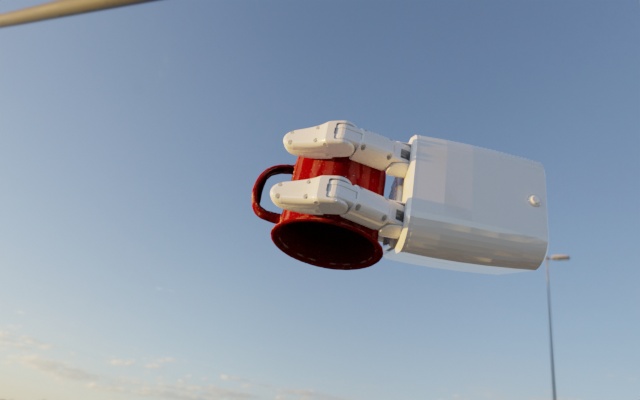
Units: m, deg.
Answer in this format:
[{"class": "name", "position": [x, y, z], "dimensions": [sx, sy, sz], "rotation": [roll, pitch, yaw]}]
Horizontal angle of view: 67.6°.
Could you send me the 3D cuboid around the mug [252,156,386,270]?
[{"class": "mug", "position": [-0.001, 0.001, 0.409], "dimensions": [0.117, 0.081, 0.093], "rotation": [12, -29, 1]}]
